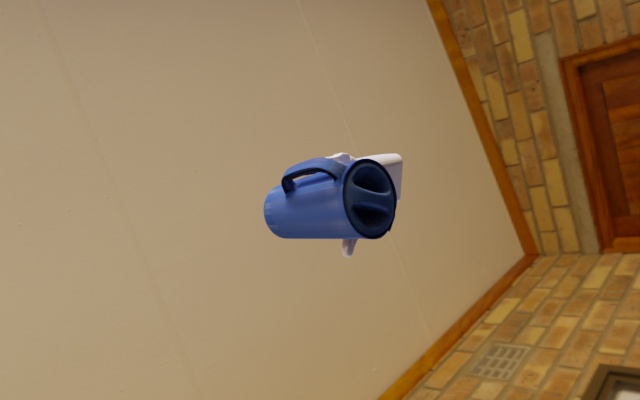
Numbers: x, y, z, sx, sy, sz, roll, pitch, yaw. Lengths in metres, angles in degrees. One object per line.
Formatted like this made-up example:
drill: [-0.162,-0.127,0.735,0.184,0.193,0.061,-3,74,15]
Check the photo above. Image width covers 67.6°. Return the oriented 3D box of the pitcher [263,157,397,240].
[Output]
pitcher: [0.000,0.003,0.855,0.145,0.149,0.243,-14,3,-43]
